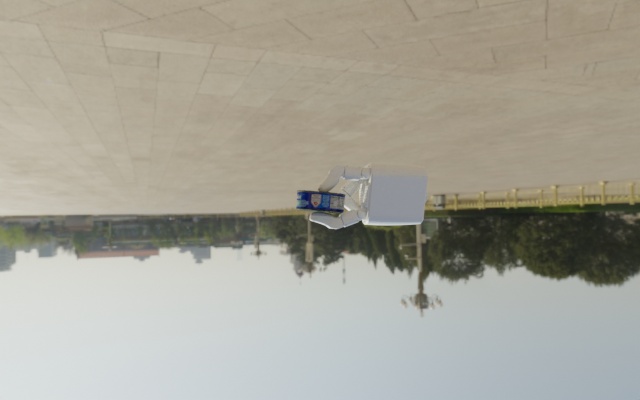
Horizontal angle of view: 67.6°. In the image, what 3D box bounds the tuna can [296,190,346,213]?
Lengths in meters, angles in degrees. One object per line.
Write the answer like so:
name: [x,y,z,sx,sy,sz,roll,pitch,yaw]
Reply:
tuna can: [0.000,0.003,0.840,0.086,0.034,0.086,5,-3,0]
